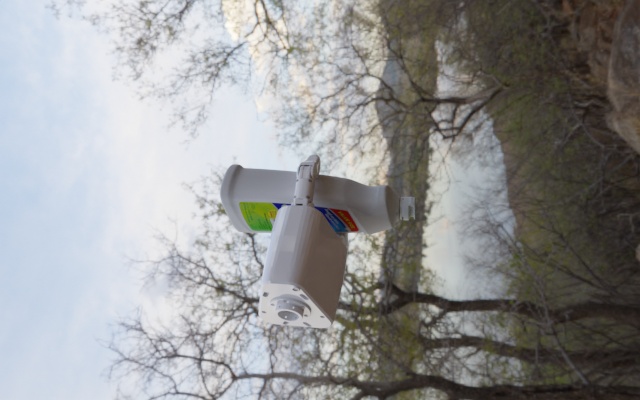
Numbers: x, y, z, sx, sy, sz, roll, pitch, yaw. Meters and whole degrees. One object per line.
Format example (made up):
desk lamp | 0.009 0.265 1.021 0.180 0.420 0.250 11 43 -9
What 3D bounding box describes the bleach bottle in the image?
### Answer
bleach bottle | 0.000 0.002 0.643 0.251 0.068 0.103 1 -40 13
